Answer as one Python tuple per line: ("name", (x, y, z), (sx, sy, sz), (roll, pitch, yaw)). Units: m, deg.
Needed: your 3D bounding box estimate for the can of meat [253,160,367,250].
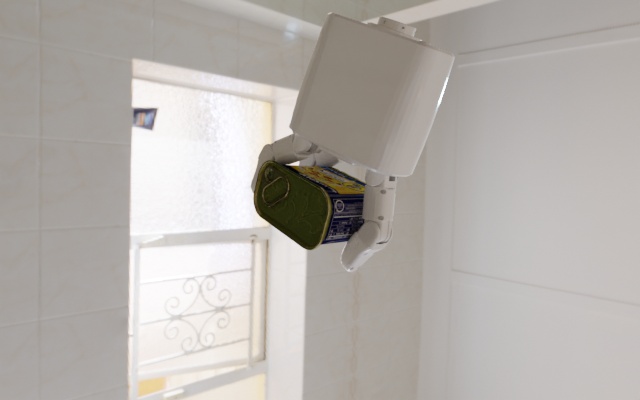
("can of meat", (0.000, 0.002, 0.456), (0.084, 0.057, 0.102), (-2, 24, -44))
